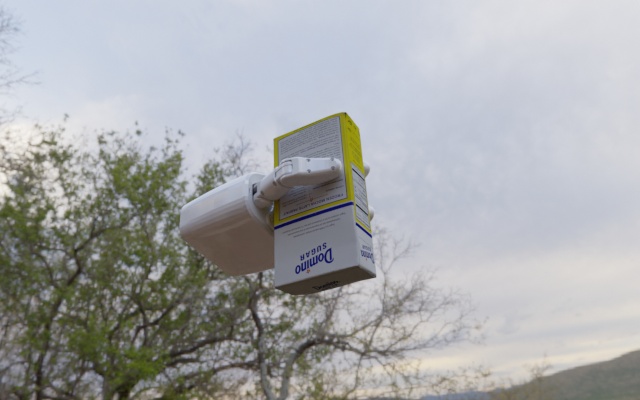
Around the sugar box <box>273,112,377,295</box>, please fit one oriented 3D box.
[{"bbox_3d":[0.000,0.002,0.487,0.093,0.176,0.048,-18,-30,25],"label":"sugar box"}]
